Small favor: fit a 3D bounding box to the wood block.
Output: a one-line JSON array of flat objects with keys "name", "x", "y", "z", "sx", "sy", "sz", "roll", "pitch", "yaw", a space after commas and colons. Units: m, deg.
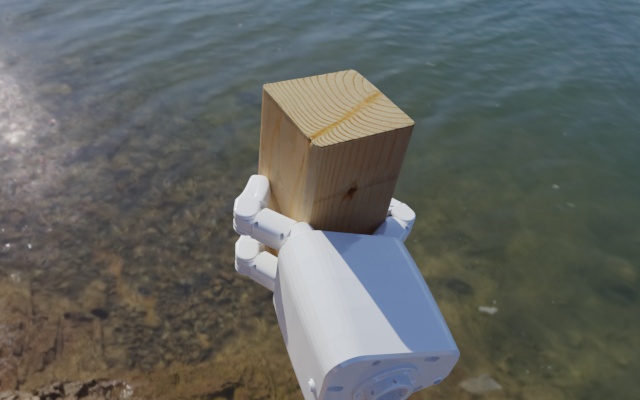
[{"name": "wood block", "x": 0.001, "y": 0.001, "z": 0.433, "sx": 0.091, "sy": 0.206, "sz": 0.090, "roll": -17, "pitch": 49, "yaw": -27}]
